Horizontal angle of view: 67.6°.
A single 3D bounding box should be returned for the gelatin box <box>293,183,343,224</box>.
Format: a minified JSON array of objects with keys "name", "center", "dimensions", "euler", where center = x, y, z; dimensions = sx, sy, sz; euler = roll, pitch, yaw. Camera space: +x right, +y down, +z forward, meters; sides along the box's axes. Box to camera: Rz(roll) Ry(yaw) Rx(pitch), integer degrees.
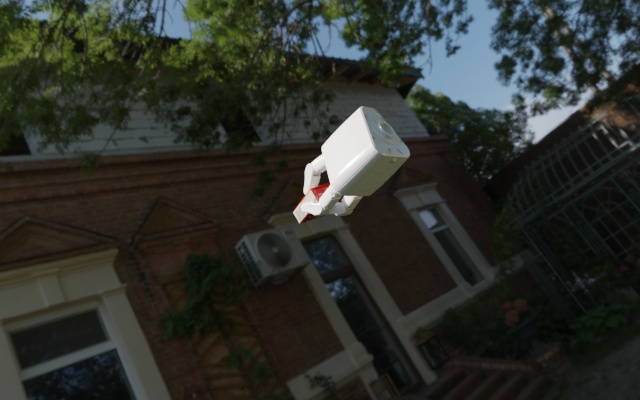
[{"name":"gelatin box","center":[0.000,0.003,0.887],"dimensions":[0.073,0.030,0.089],"euler":[-17,-22,-36]}]
